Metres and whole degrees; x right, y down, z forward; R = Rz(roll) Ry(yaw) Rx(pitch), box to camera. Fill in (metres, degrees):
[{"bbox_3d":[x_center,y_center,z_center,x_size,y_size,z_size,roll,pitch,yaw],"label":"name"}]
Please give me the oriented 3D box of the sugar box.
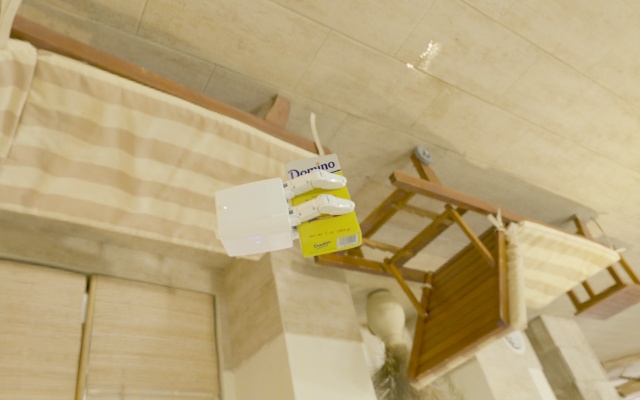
[{"bbox_3d":[0.000,0.002,0.769,0.093,0.176,0.048,-11,-39,-6],"label":"sugar box"}]
